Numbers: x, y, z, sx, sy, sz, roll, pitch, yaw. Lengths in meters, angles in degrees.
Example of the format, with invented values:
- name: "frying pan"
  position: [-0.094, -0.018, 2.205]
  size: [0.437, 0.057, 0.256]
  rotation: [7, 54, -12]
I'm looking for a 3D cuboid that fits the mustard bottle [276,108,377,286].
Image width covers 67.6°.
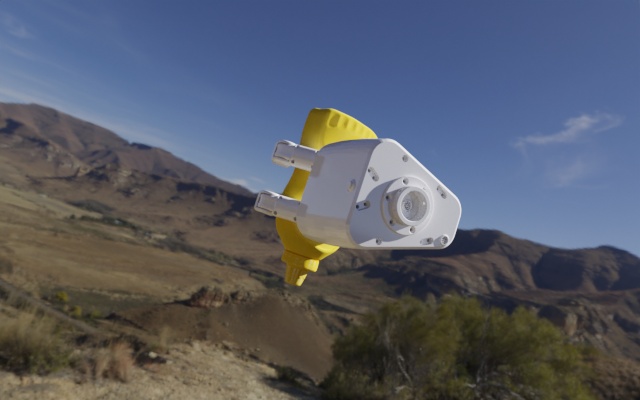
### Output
- name: "mustard bottle"
  position: [0.000, 0.001, 0.535]
  size: [0.058, 0.191, 0.096]
  rotation: [14, -7, 43]
